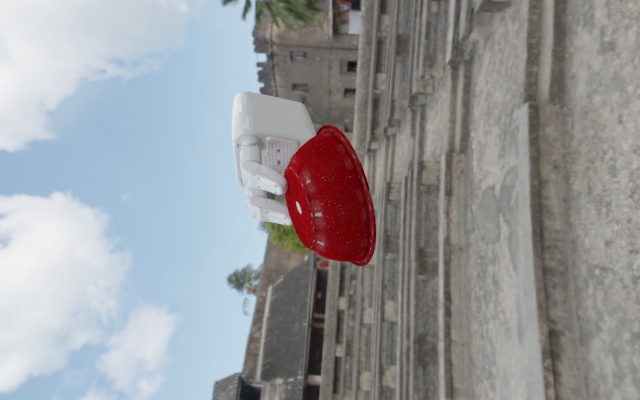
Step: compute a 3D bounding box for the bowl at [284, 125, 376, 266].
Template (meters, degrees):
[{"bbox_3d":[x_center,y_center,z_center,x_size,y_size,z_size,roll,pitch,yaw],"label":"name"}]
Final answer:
[{"bbox_3d":[0.000,0.002,0.522,0.055,0.162,0.162,-15,5,-18],"label":"bowl"}]
